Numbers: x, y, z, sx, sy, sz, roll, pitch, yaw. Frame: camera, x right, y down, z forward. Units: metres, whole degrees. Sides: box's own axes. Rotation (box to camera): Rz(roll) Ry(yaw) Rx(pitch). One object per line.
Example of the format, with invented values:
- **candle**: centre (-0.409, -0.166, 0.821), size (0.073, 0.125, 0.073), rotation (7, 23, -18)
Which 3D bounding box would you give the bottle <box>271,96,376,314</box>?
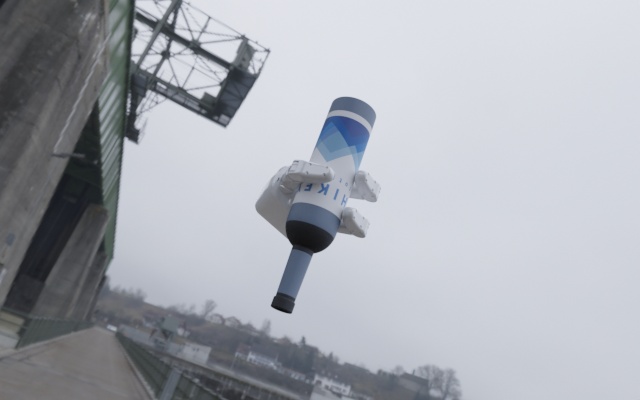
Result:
- **bottle**: centre (0.000, 0.002, 0.622), size (0.069, 0.295, 0.069), rotation (17, -22, 7)
